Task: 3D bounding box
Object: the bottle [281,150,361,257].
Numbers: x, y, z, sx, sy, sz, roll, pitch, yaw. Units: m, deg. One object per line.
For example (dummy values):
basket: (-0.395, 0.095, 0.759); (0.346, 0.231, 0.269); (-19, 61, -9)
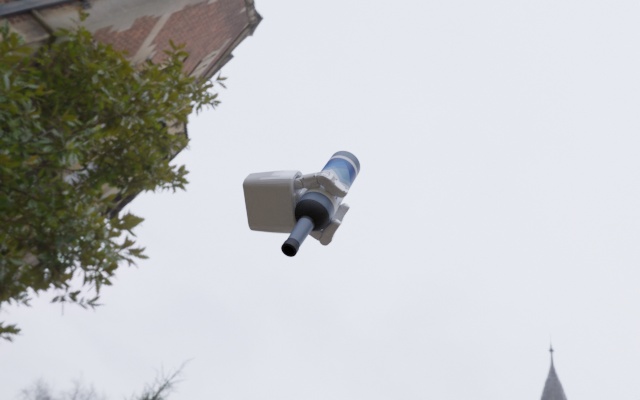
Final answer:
bottle: (0.000, 0.003, 0.867); (0.069, 0.069, 0.295); (0, 31, 24)
